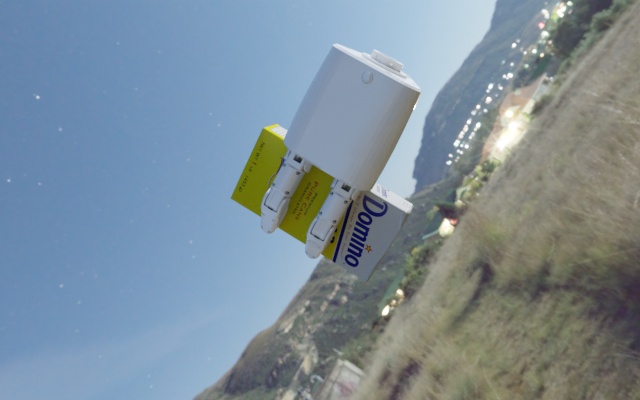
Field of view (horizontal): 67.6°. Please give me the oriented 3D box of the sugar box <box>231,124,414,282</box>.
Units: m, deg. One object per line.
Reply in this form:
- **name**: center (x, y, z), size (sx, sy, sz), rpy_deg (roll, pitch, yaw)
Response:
- **sugar box**: center (0.000, 0.002, 0.515), size (0.176, 0.093, 0.048), rpy_deg (31, 21, 9)
